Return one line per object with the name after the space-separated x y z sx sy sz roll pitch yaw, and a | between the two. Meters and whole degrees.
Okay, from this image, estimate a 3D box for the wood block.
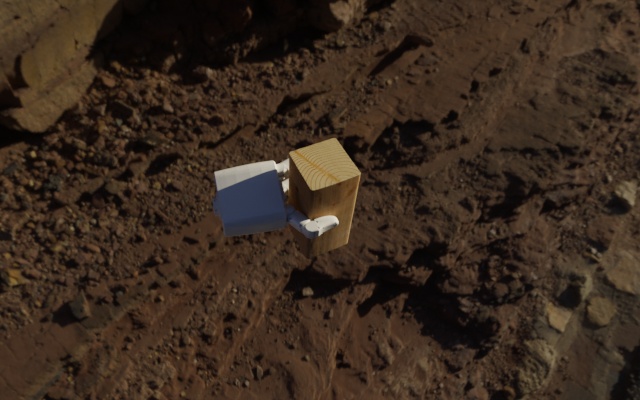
0.000 0.003 0.846 0.090 0.090 0.206 -20 -33 -18 | wood block
